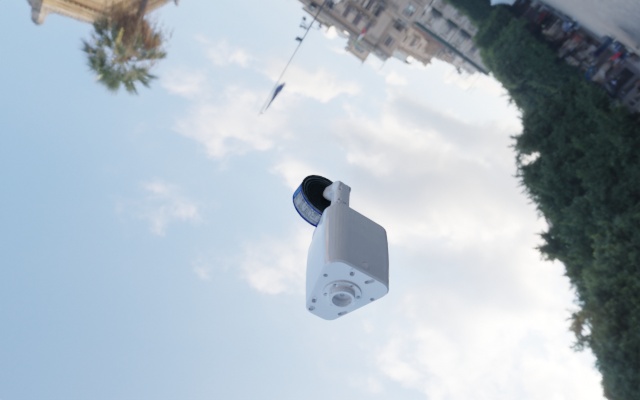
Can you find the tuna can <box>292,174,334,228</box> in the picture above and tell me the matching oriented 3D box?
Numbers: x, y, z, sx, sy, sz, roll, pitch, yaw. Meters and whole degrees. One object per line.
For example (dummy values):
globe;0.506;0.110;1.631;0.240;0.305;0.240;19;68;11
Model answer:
tuna can;0.000;0.003;0.739;0.086;0.086;0.034;0;-39;-42
